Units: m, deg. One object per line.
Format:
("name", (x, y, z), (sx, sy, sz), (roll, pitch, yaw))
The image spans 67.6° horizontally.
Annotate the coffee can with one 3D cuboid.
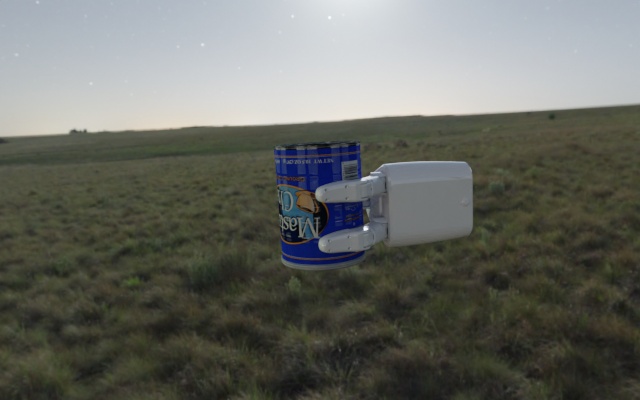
("coffee can", (0.000, 0.002, 0.571), (0.103, 0.140, 0.103), (-3, 9, 1))
